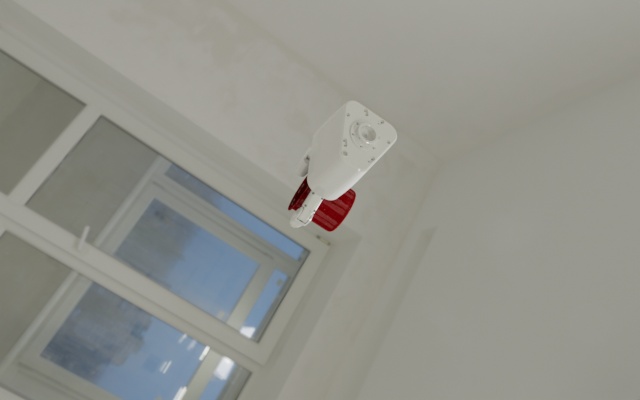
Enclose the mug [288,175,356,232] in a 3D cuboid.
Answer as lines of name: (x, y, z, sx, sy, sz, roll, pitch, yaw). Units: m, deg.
mug: (0.000, 0.003, 0.805, 0.081, 0.093, 0.117, 33, -30, -10)
